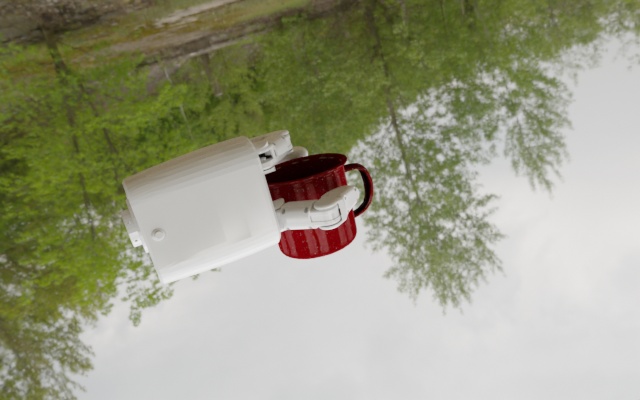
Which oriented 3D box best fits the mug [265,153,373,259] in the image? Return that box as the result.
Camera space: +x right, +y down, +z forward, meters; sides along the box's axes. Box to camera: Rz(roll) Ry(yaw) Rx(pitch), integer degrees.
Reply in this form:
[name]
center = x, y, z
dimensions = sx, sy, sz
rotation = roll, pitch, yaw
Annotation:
[mug]
center = 0.001, 0.001, 0.478
dimensions = 0.117, 0.081, 0.093
rotation = -20, 19, -19
